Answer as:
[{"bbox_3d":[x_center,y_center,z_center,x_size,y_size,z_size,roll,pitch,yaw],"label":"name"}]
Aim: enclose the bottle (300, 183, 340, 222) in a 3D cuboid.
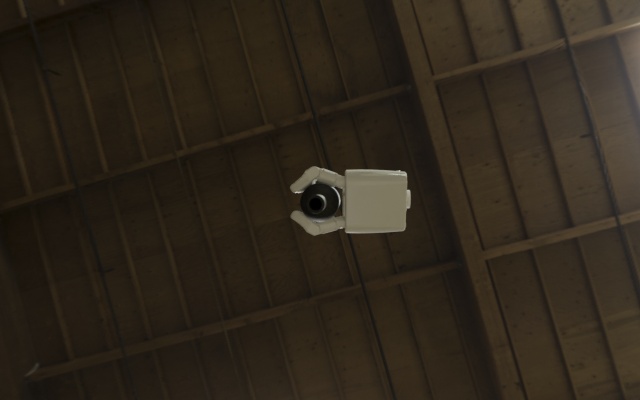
[{"bbox_3d":[0.000,0.003,0.847,0.069,0.069,0.295,0,1,3],"label":"bottle"}]
